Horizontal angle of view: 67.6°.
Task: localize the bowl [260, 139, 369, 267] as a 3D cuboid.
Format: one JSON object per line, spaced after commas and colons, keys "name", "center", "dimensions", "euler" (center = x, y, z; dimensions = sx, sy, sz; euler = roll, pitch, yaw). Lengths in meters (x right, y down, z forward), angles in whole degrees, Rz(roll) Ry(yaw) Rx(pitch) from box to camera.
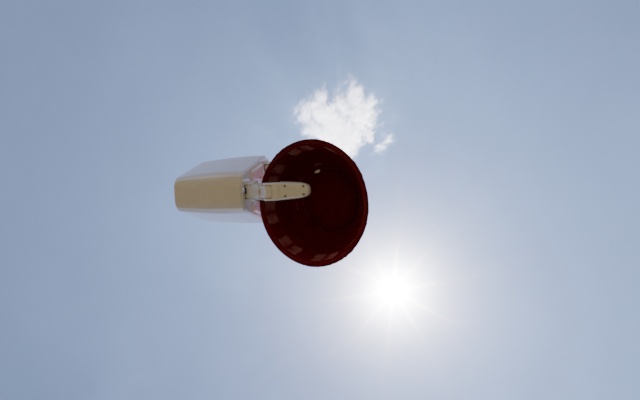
{"name": "bowl", "center": [0.001, 0.002, 0.621], "dimensions": [0.162, 0.162, 0.055], "euler": [0, 4, 31]}
